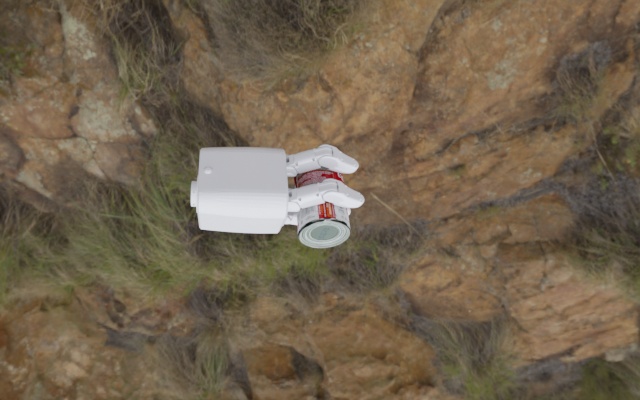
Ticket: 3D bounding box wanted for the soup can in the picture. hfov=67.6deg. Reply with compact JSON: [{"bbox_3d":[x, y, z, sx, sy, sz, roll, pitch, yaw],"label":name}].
[{"bbox_3d":[0.001,0.002,0.623,0.068,0.102,0.069,-4,-35,-3],"label":"soup can"}]
